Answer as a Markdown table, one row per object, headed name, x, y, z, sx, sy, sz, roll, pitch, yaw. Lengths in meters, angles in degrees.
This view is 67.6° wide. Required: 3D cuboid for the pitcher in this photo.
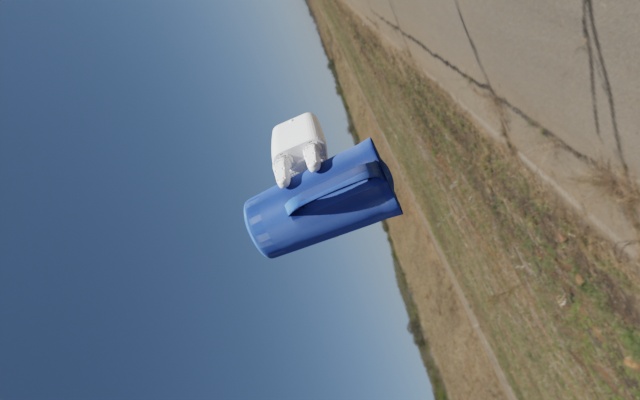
| name | x | y | z | sx | sy | sz | roll | pitch | yaw |
| --- | --- | --- | --- | --- | --- | --- | --- | --- | --- |
| pitcher | 0.000 | 0.002 | 0.771 | 0.243 | 0.149 | 0.145 | -23 | 36 | 10 |
